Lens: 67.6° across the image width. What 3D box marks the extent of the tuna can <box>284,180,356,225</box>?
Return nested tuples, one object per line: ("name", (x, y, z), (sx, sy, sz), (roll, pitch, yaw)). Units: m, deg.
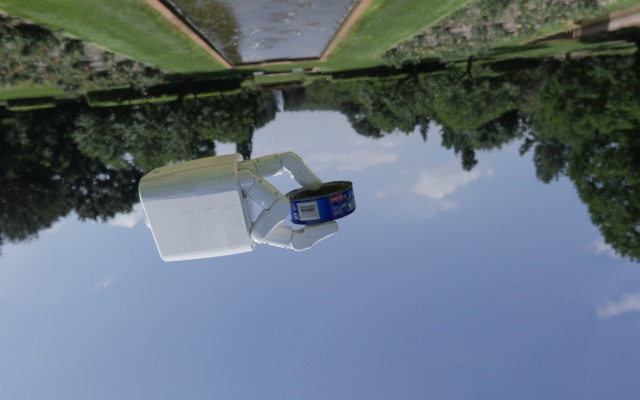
("tuna can", (0.000, 0.002, 0.588), (0.086, 0.034, 0.086), (-11, 12, 2))
